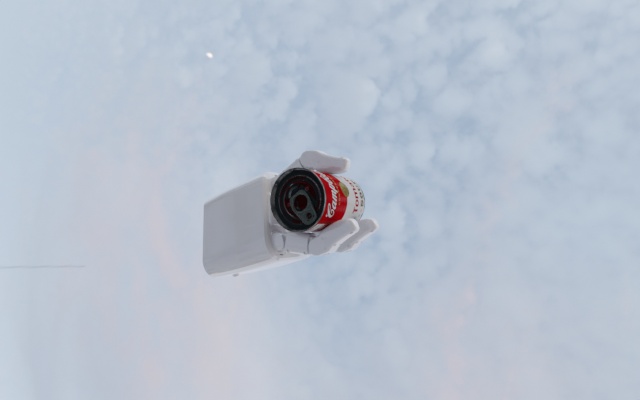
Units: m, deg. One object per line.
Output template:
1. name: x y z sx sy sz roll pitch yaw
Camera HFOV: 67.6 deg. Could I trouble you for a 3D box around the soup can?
1. soup can: 0.001 0.001 0.539 0.068 0.068 0.102 0 -3 30
